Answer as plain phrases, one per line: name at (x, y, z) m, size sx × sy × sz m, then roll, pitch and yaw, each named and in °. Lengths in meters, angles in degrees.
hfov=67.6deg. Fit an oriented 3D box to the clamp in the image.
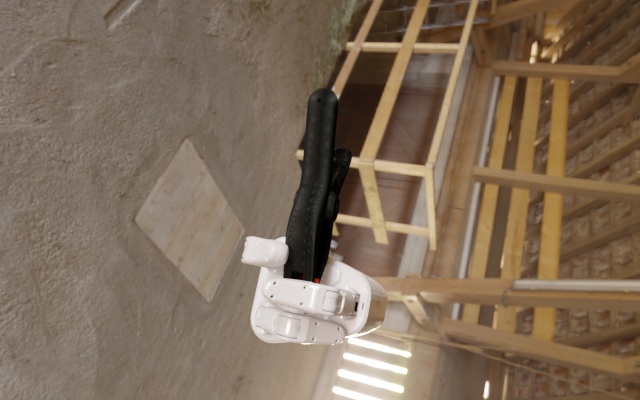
clamp at (0.001, 0.002, 0.426) m, size 0.039 × 0.171 × 0.120 m, roll 8°, pitch -10°, yaw 20°
